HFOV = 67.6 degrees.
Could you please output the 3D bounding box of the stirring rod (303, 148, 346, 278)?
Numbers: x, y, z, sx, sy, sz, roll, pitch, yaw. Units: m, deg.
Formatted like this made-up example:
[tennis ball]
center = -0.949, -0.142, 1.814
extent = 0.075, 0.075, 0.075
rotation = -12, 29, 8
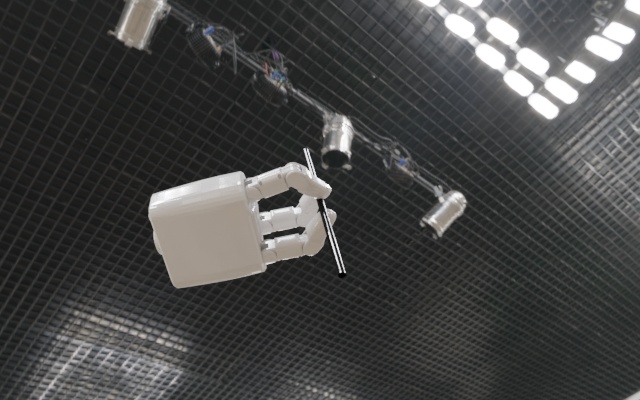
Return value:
[stirring rod]
center = 0.000, 0.002, 0.546
extent = 0.011, 0.011, 0.239
rotation = 0, 35, -12
